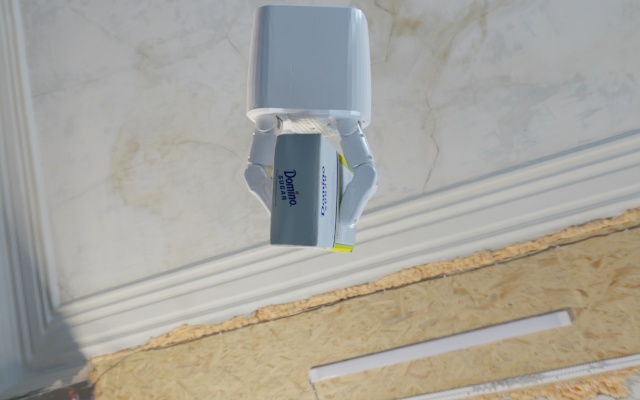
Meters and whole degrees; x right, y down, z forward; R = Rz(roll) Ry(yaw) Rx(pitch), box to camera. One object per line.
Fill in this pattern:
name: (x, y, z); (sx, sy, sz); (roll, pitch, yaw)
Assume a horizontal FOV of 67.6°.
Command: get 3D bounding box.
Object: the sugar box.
sugar box: (0.000, 0.001, 0.457); (0.048, 0.093, 0.176); (0, -7, 16)
